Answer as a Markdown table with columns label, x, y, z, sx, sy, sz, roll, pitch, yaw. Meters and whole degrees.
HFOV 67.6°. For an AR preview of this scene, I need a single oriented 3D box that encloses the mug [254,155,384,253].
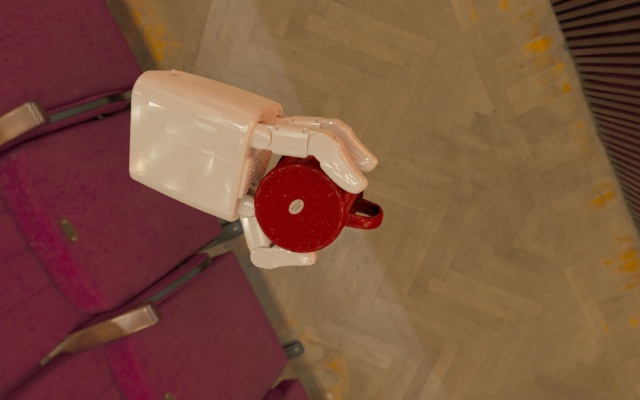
| label | x | y | z | sx | sy | sz | roll | pitch | yaw |
| --- | --- | --- | --- | --- | --- | --- | --- | --- | --- |
| mug | 0.001 | 0.002 | 0.436 | 0.117 | 0.093 | 0.081 | 20 | 19 | 6 |
